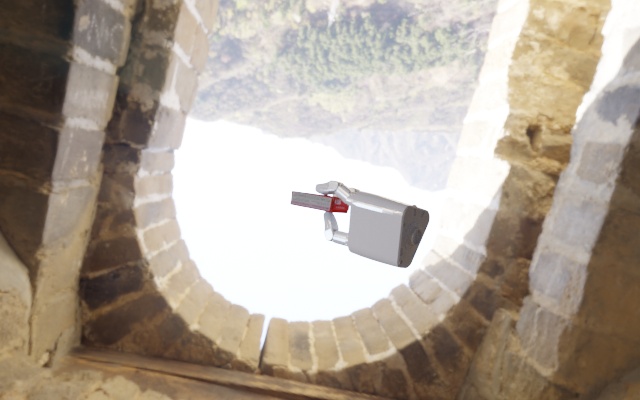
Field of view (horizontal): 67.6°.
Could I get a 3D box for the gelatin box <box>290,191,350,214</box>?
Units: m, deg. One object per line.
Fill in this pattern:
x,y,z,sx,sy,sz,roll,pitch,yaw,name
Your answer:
0.000,0.003,0.882,0.089,0.030,0.073,9,1,28,gelatin box
